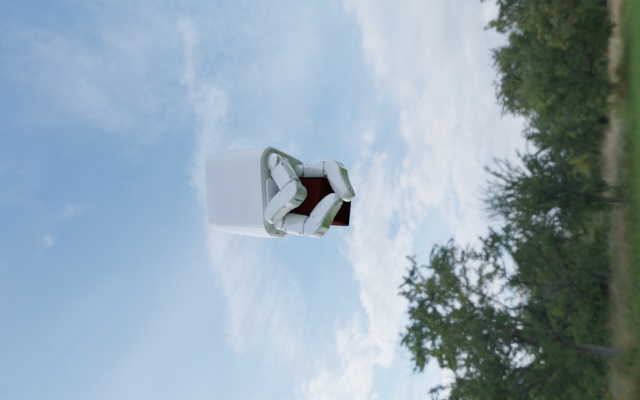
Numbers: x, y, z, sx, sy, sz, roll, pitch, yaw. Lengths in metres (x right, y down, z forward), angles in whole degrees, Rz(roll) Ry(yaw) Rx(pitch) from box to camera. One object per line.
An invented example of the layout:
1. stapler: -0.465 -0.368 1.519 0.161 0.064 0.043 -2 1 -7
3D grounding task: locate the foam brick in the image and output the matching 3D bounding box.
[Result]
1. foam brick: 0.000 0.002 0.631 0.051 0.053 0.078 0 -12 33
